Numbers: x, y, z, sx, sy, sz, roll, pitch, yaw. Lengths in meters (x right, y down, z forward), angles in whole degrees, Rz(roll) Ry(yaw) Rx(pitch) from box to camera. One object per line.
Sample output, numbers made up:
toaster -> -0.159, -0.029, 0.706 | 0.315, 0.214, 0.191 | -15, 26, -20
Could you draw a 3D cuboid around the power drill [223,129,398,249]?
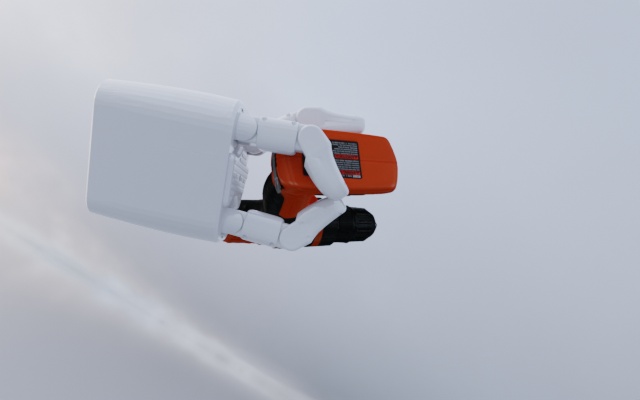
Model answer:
power drill -> 0.000, 0.001, 0.469 | 0.184, 0.057, 0.188 | 1, -23, -21
